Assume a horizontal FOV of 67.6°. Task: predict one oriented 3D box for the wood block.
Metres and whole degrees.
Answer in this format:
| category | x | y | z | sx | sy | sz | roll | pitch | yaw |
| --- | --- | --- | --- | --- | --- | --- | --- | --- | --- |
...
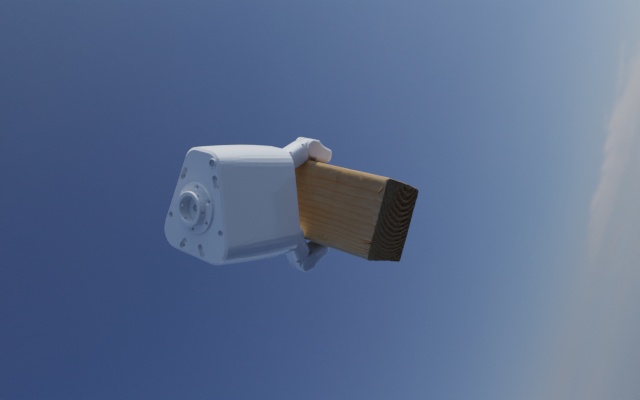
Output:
| category | x | y | z | sx | sy | sz | roll | pitch | yaw |
| --- | --- | --- | --- | --- | --- | --- | --- | --- | --- |
| wood block | 0.000 | 0.002 | 0.584 | 0.206 | 0.091 | 0.090 | 16 | 2 | 33 |
